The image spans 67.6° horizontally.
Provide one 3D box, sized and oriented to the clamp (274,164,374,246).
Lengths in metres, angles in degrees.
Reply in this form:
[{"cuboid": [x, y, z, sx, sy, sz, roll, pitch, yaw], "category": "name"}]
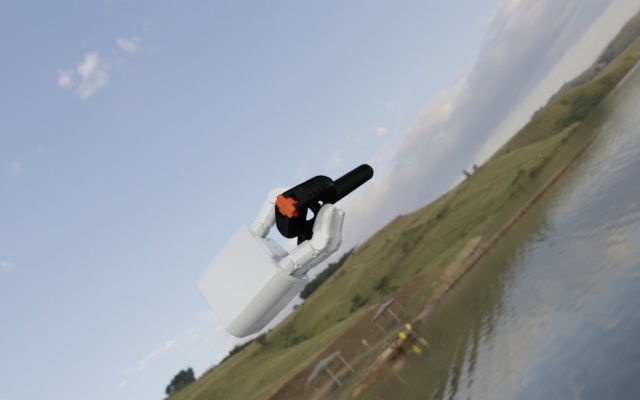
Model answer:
[{"cuboid": [-0.001, 0.002, 0.632, 0.036, 0.164, 0.210, 42, 4, 16], "category": "clamp"}]
